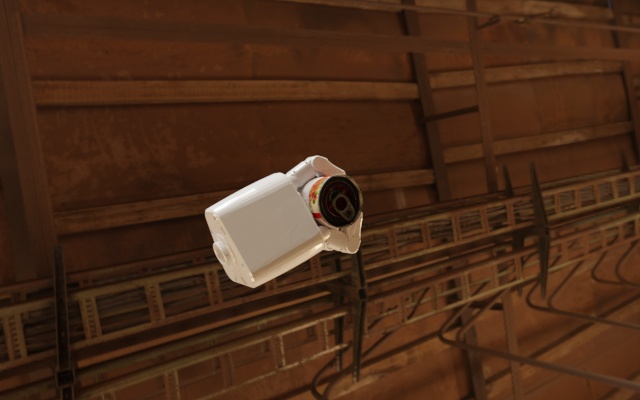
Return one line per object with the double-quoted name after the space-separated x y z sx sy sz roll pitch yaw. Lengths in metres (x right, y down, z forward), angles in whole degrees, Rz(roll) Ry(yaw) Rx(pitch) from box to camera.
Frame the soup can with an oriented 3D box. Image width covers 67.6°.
0.000 0.002 0.639 0.068 0.068 0.102 0 -1 -31 "soup can"
